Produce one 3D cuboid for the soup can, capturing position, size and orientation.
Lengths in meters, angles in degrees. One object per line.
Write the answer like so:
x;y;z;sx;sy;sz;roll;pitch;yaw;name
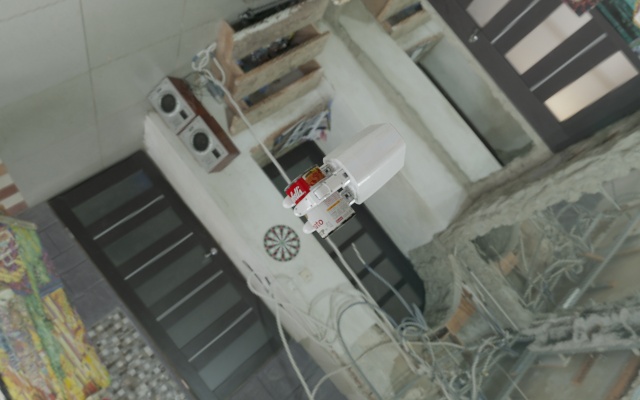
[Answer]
0.000;0.003;0.764;0.068;0.102;0.068;-39;-3;-2;soup can
